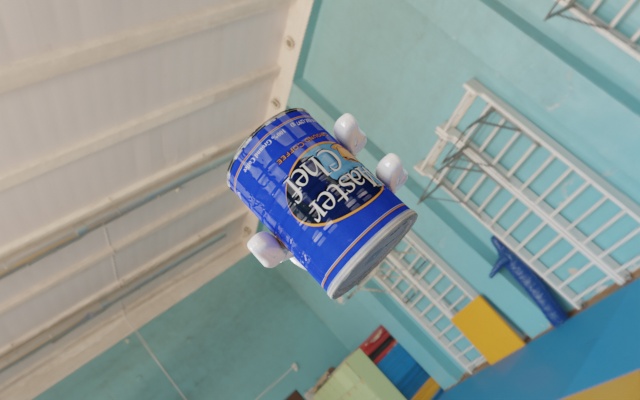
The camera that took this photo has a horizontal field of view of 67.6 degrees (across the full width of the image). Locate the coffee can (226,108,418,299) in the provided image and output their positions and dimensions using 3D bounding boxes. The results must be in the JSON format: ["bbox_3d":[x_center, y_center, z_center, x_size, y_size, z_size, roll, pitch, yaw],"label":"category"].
[{"bbox_3d":[0.000,0.001,0.426,0.140,0.103,0.103,45,16,16],"label":"coffee can"}]
